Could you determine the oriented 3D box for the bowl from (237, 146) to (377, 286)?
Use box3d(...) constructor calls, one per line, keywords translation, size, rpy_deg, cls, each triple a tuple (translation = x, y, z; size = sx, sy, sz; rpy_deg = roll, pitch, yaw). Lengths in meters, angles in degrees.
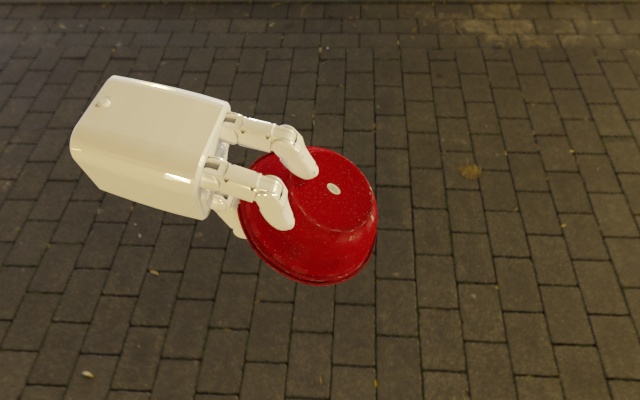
box3d(translation=(0.001, 0.002, 0.488), size=(0.162, 0.162, 0.055), rpy_deg=(0, -27, -29), cls="bowl")
